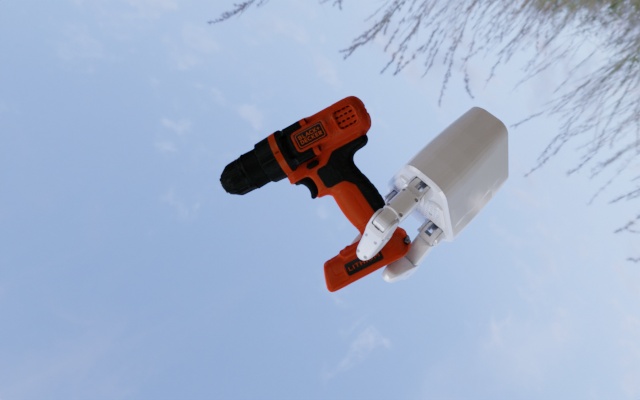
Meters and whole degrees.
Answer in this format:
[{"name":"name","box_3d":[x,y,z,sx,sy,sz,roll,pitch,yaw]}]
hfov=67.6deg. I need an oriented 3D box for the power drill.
[{"name":"power drill","box_3d":[0.001,0.002,0.530,0.184,0.187,0.057,-28,-1,10]}]
